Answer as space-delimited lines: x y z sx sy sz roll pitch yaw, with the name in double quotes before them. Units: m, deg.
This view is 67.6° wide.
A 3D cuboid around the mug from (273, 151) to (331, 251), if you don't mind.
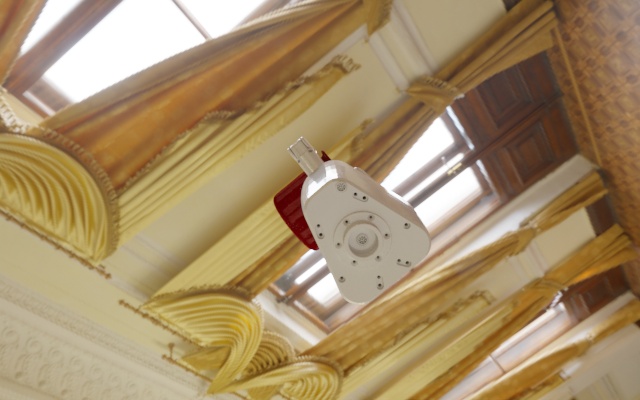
"mug" 0.000 0.002 0.564 0.081 0.093 0.117 -39 7 5
